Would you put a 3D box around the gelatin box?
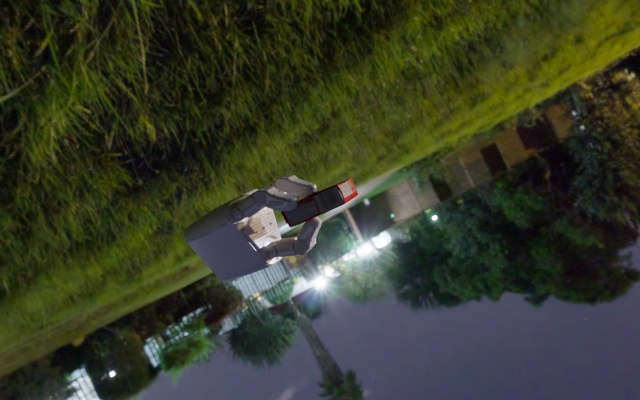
[{"bbox_3d":[0.001,0.002,0.653,0.089,0.030,0.073,-24,1,21],"label":"gelatin box"}]
